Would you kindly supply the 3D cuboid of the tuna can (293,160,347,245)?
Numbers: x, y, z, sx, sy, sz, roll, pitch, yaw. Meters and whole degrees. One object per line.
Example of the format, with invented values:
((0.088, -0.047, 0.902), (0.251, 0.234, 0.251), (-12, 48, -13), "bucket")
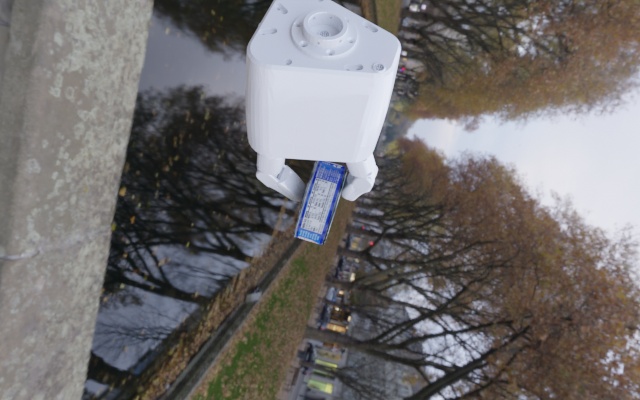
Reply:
((0.001, 0.002, 0.494), (0.034, 0.086, 0.086), (17, 0, 1), "tuna can")
